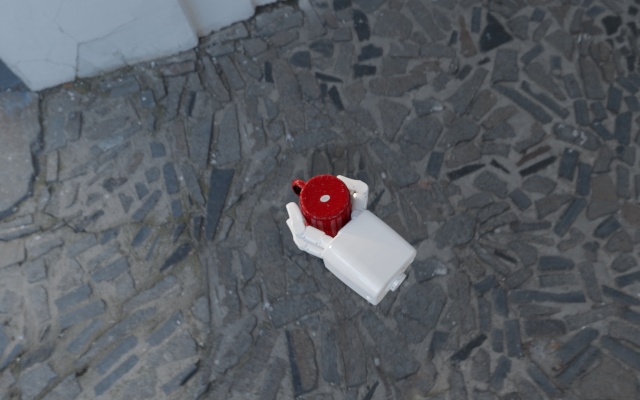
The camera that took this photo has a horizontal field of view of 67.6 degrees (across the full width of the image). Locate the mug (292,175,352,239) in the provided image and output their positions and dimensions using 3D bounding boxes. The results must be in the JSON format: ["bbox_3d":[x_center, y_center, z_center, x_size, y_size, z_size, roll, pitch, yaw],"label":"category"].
[{"bbox_3d":[-0.001,0.002,0.791,0.117,0.093,0.081,38,-16,18],"label":"mug"}]
